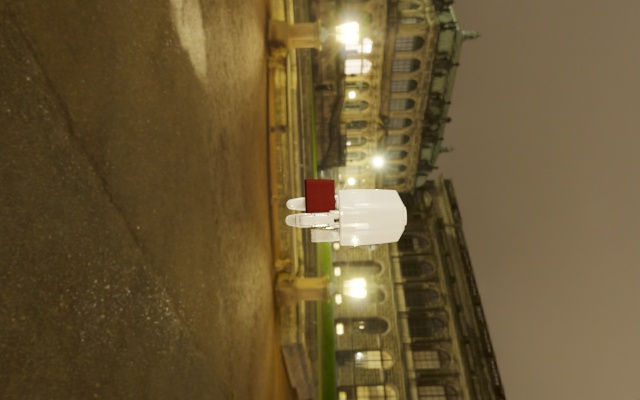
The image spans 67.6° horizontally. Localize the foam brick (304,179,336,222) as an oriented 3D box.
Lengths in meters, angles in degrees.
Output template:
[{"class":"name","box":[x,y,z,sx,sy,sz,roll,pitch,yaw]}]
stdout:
[{"class":"foam brick","box":[0.000,0.002,0.821,0.051,0.078,0.053,-2,0,2]}]
